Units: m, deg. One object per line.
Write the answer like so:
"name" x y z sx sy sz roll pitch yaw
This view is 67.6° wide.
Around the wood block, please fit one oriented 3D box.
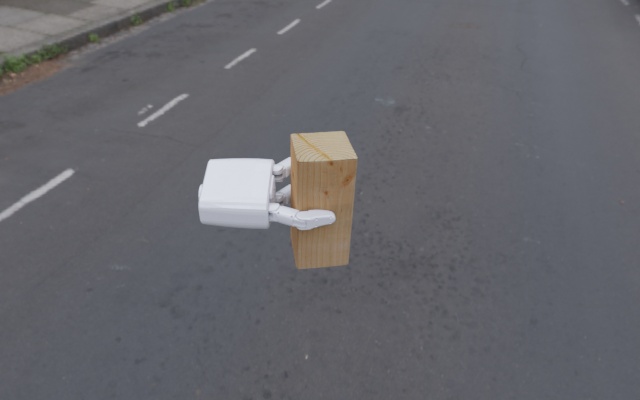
"wood block" 0.000 0.003 0.774 0.090 0.206 0.090 -4 35 -9
